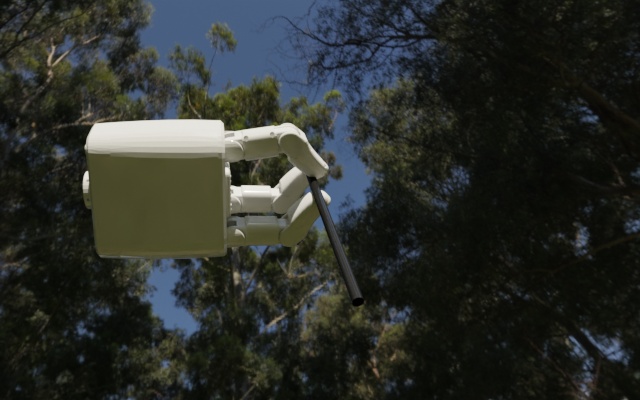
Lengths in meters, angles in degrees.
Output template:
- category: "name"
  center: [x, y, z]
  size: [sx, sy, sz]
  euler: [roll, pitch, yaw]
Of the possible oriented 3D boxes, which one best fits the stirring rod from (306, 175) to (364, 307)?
- category: "stirring rod"
  center: [0.000, 0.001, 0.403]
  size: [0.011, 0.011, 0.239]
  euler: [0, 32, -14]
